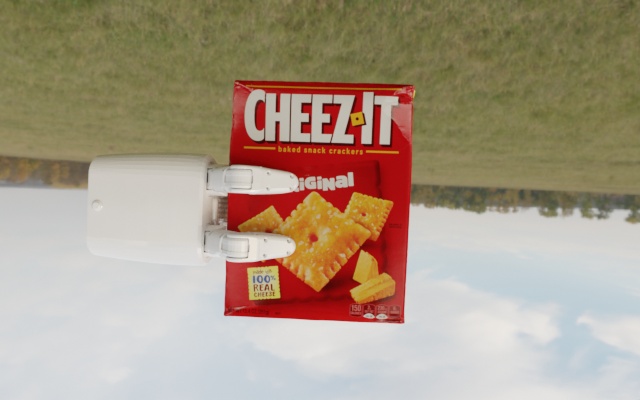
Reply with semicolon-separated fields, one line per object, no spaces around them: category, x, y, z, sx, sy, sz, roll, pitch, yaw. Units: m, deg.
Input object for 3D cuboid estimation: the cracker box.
cracker box;0.000;0.002;0.445;0.164;0.213;0.072;2;1;4
